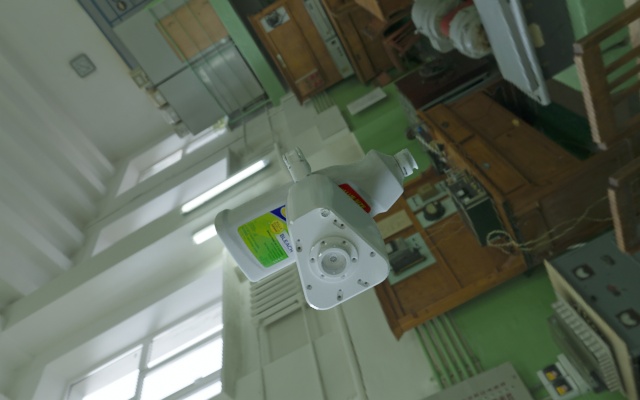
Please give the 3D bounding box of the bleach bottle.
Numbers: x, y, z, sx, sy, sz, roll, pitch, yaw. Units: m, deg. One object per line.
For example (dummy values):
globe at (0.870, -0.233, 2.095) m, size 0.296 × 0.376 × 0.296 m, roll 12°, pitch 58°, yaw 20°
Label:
bleach bottle at (0.000, 0.002, 0.598) m, size 0.251 × 0.102 × 0.068 m, roll -29°, pitch 17°, yaw 6°
